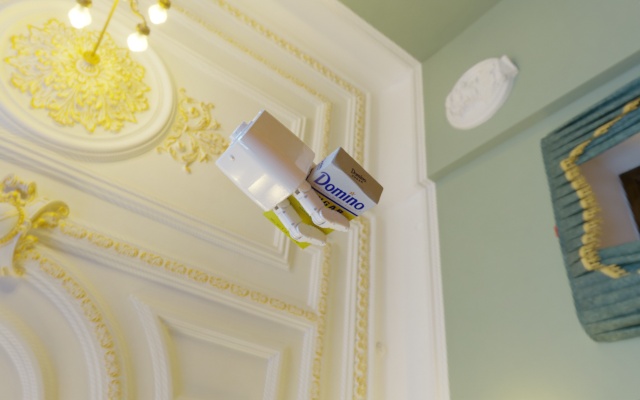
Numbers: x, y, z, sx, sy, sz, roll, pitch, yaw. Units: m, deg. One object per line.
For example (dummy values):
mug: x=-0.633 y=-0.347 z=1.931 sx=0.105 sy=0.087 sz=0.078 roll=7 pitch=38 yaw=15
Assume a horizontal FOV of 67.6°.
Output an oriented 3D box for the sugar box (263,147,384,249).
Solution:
sugar box: x=0.000 y=0.003 z=0.724 sx=0.176 sy=0.093 sz=0.048 roll=-34 pitch=20 yaw=43
